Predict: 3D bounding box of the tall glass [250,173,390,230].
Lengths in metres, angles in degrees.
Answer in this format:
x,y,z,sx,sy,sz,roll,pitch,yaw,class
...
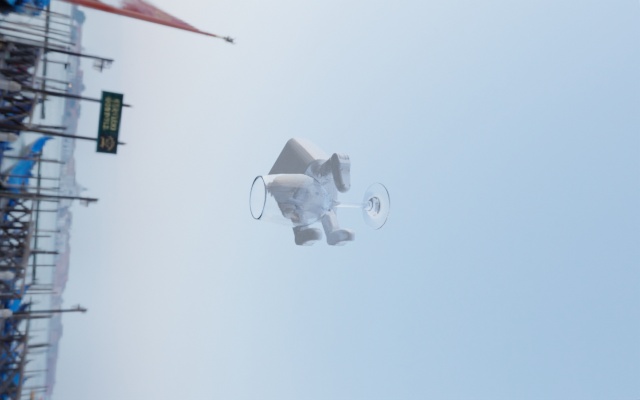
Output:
x,y,z,sx,sy,sz,roll,pitch,yaw,class
0.001,0.002,0.705,0.201,0.079,0.079,4,-2,-28,tall glass
